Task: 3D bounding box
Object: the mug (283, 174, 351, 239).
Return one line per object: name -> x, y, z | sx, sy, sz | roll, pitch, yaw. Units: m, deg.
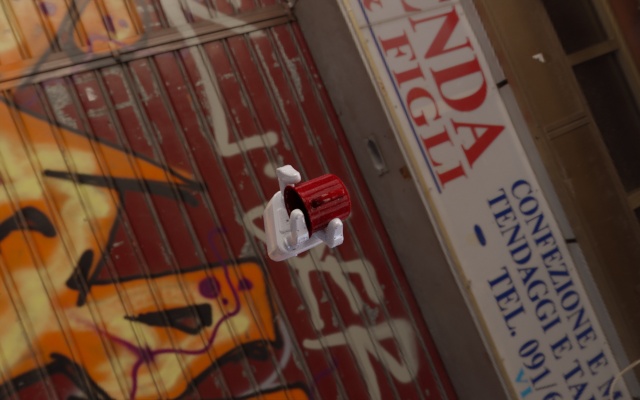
mug -> 0.001, 0.002, 0.776 | 0.081, 0.093, 0.117 | -22, -6, -23
